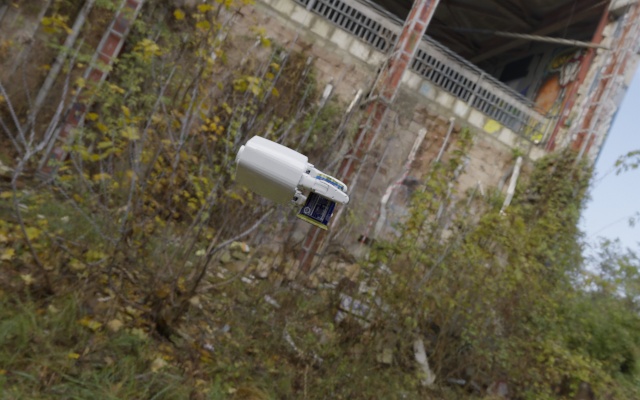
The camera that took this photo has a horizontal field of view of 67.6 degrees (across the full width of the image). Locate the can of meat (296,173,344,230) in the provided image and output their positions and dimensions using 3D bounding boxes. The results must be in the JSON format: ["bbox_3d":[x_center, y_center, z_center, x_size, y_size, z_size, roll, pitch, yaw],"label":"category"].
[{"bbox_3d":[0.000,0.002,0.841,0.057,0.084,0.102,25,-4,-1],"label":"can of meat"}]
